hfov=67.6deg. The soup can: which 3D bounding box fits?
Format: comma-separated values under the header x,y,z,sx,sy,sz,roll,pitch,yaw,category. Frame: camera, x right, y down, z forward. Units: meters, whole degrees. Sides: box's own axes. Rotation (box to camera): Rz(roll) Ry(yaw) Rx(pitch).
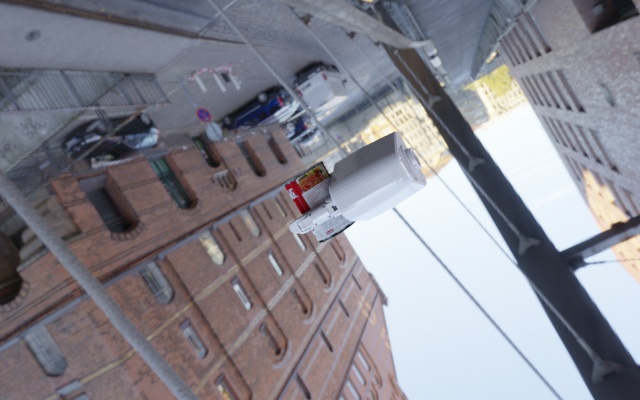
x,y,z,sx,sy,sz,roll,pitch,yaw,category
0.000,0.003,0.702,0.068,0.102,0.068,-31,3,2,soup can
